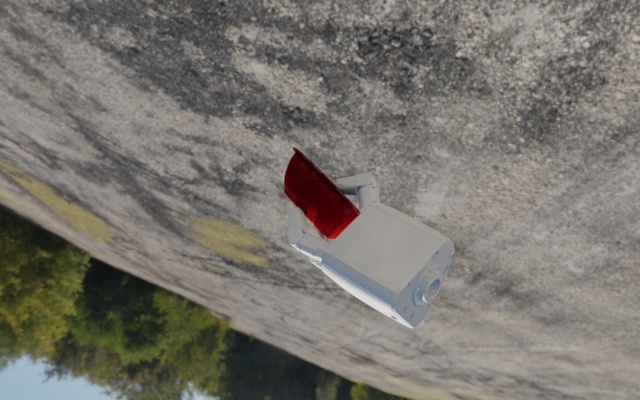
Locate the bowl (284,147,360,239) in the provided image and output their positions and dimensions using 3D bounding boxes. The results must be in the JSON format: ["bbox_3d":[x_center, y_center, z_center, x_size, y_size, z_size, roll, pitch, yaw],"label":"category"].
[{"bbox_3d":[-0.001,0.002,0.663,0.055,0.162,0.162,-44,0,0],"label":"bowl"}]
